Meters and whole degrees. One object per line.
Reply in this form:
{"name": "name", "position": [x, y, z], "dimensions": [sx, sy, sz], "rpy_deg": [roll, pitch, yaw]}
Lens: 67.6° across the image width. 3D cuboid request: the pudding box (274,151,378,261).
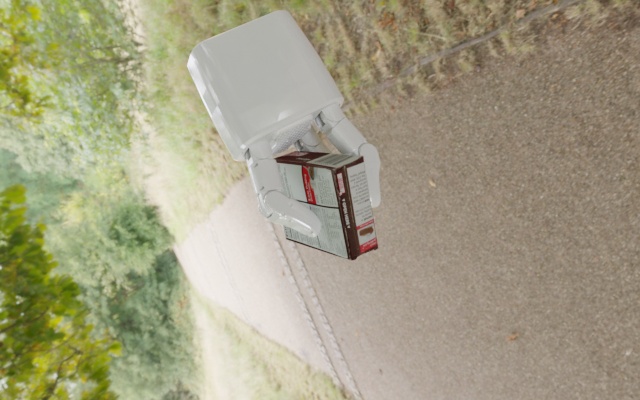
{"name": "pudding box", "position": [0.000, 0.002, 0.461], "dimensions": [0.039, 0.090, 0.113], "rpy_deg": [-22, 20, -31]}
